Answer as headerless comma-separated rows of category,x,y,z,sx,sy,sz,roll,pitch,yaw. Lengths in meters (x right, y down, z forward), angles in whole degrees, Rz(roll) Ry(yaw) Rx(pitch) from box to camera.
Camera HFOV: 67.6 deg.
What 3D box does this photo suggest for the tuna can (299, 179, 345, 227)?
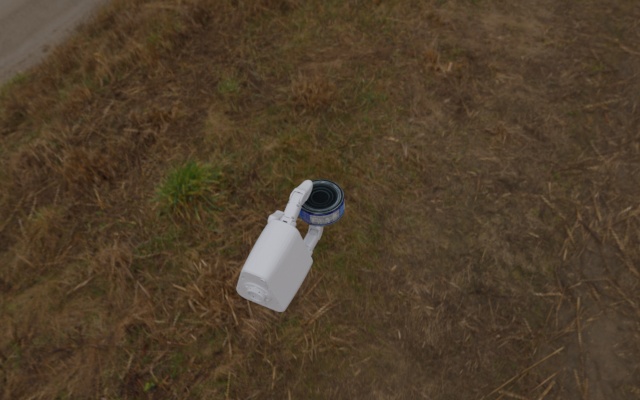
tuna can,0.000,0.002,0.842,0.086,0.086,0.034,0,-43,4
